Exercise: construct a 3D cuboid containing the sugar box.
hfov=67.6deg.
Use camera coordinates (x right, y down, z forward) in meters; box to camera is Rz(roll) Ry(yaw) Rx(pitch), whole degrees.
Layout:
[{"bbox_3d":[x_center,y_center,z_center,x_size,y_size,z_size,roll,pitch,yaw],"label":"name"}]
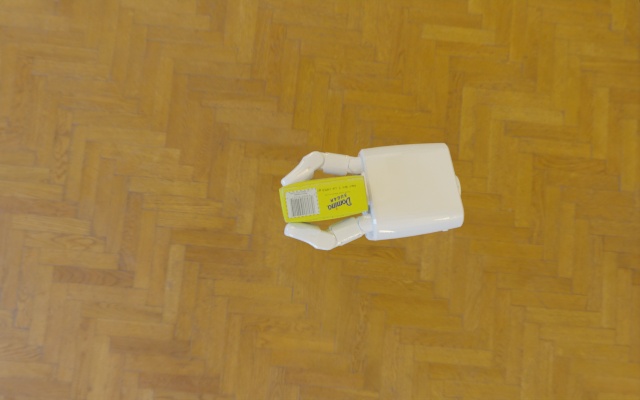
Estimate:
[{"bbox_3d":[0.000,0.002,0.593,0.093,0.048,0.176,-7,-4,-2],"label":"sugar box"}]
